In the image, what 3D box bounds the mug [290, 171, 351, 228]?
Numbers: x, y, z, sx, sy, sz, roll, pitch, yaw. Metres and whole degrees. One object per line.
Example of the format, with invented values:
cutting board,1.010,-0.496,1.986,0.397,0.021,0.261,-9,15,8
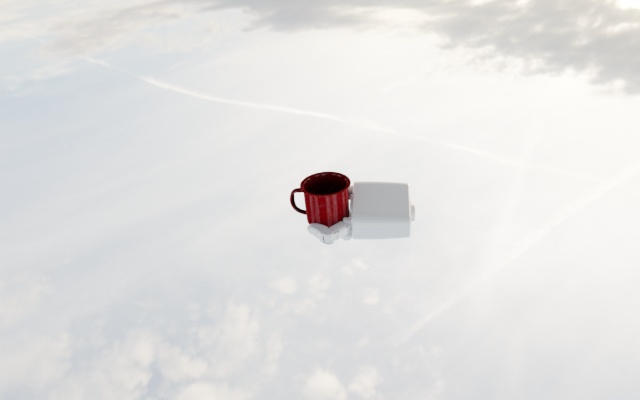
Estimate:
mug,-0.001,0.003,0.889,0.117,0.081,0.093,0,31,10
